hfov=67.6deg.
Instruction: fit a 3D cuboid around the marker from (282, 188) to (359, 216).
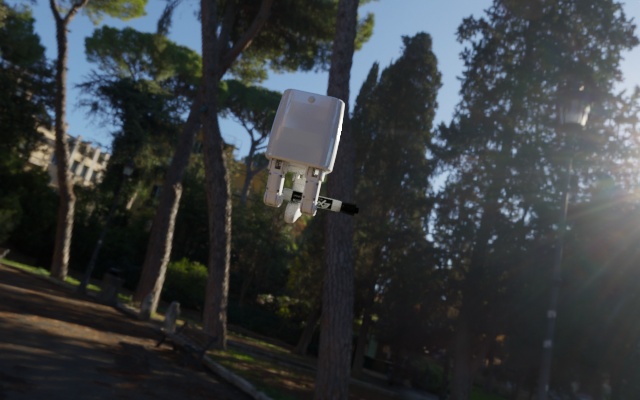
[{"bbox_3d":[0.000,0.002,0.740,0.121,0.020,0.020,13,1,4],"label":"marker"}]
